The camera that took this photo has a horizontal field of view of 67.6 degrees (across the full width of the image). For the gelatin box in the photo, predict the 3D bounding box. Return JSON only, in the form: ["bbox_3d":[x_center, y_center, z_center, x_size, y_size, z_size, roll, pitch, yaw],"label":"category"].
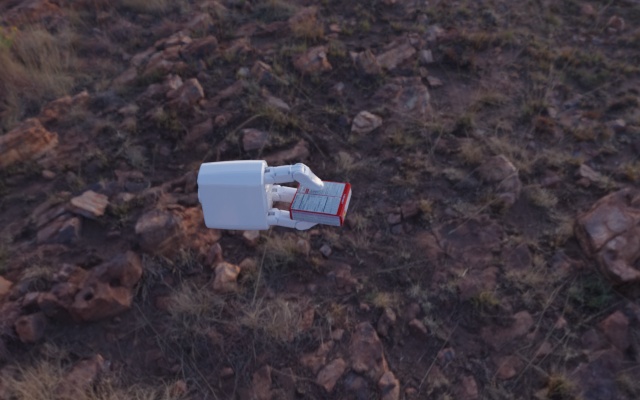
[{"bbox_3d":[0.000,0.002,0.784,0.089,0.073,0.030,6,-42,15],"label":"gelatin box"}]
